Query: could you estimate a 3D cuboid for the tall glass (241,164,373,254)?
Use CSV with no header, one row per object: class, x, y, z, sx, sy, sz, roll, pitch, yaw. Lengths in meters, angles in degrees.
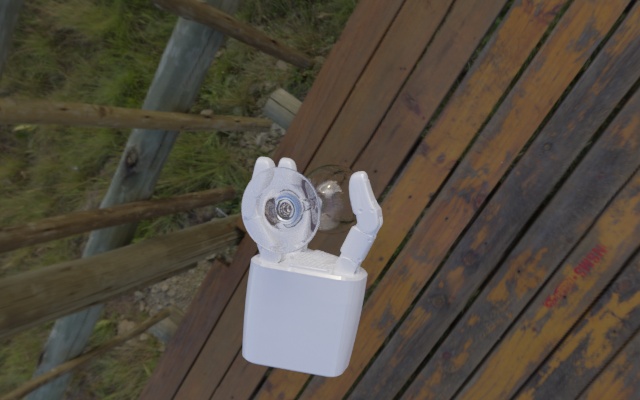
tall glass,0.000,0.002,0.496,0.079,0.079,0.201,0,4,21
